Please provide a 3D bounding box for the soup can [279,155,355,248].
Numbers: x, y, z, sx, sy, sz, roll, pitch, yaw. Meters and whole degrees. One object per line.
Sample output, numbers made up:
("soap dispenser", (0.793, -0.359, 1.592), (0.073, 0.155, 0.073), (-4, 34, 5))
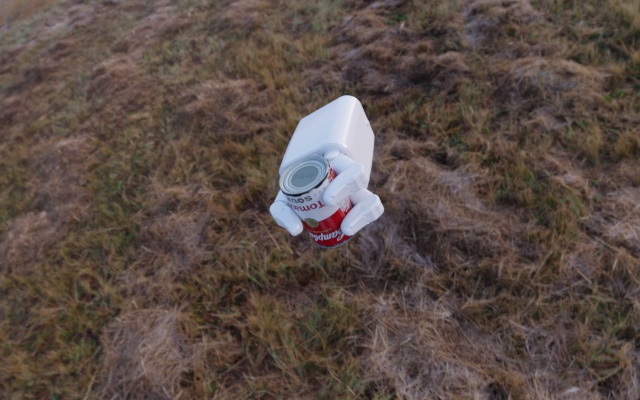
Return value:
("soup can", (0.000, 0.002, 0.595), (0.068, 0.068, 0.102), (0, -41, 32))
